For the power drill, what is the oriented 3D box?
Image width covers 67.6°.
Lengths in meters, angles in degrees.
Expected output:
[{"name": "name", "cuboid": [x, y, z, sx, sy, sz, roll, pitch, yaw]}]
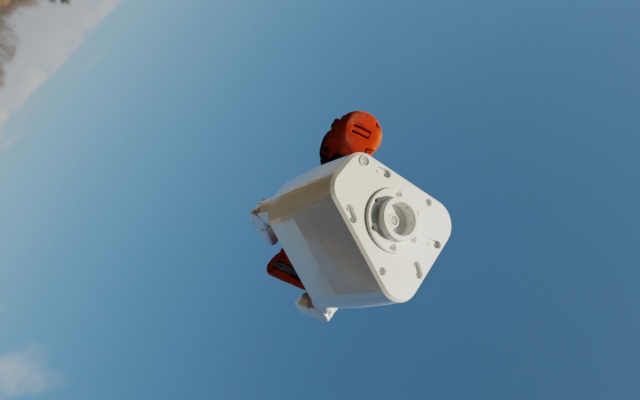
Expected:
[{"name": "power drill", "cuboid": [0.000, 0.002, 0.529, 0.057, 0.187, 0.184, 22, -6, -3]}]
